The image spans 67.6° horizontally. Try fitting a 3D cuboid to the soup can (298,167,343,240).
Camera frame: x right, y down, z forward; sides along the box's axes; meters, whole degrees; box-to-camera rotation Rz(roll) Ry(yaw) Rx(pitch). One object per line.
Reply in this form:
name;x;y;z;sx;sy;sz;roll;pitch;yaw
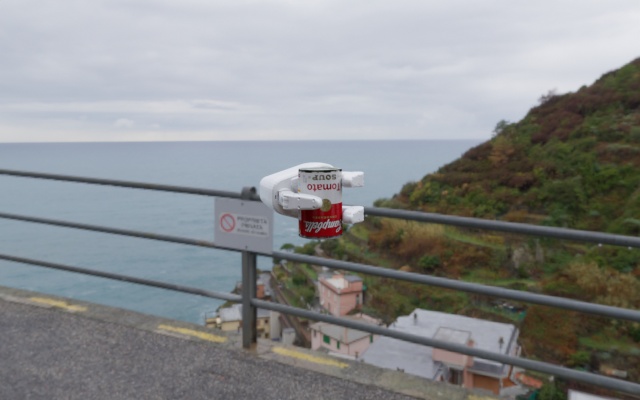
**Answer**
soup can;0.000;0.002;0.718;0.068;0.102;0.068;0;8;0
